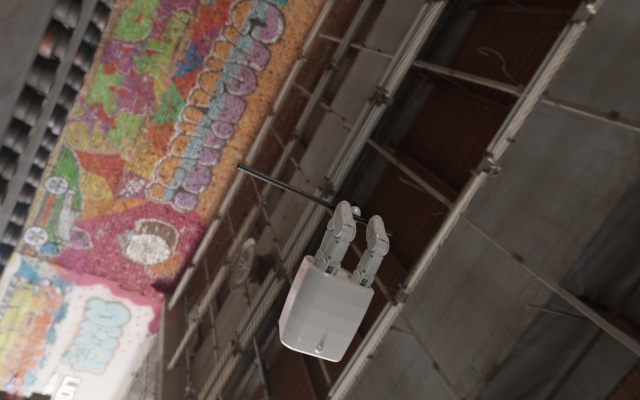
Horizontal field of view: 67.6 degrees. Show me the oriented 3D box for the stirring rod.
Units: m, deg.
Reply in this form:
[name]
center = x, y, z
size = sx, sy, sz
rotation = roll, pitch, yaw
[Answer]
[stirring rod]
center = 0.000, 0.002, 0.631
size = 0.239, 0.011, 0.011
rotation = 24, -10, -24
